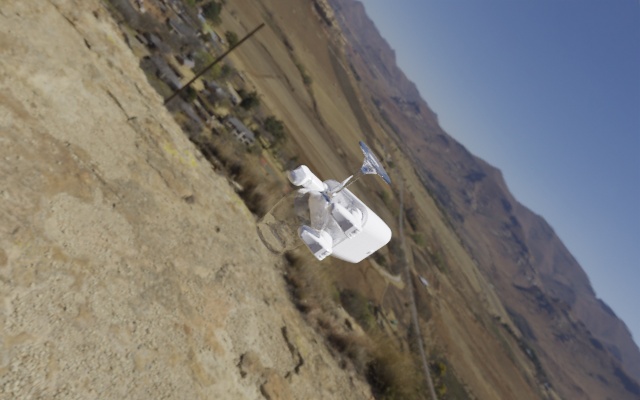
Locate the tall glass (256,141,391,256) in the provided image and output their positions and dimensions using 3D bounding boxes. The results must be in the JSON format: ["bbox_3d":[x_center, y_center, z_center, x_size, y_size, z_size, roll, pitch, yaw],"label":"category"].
[{"bbox_3d":[0.001,0.002,0.701,0.201,0.079,0.079,-36,-11,15],"label":"tall glass"}]
